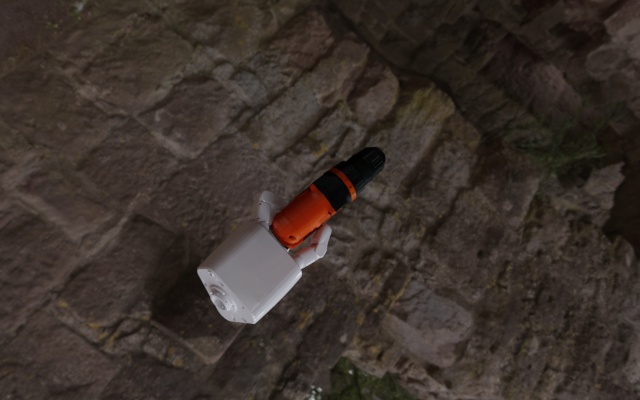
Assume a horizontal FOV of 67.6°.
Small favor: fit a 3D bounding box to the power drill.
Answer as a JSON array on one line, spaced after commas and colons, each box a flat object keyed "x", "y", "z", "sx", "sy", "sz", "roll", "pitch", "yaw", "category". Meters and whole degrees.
[{"x": 0.000, "y": 0.003, "z": 0.697, "sx": 0.184, "sy": 0.057, "sz": 0.188, "roll": -37, "pitch": -4, "yaw": -19, "category": "power drill"}]
